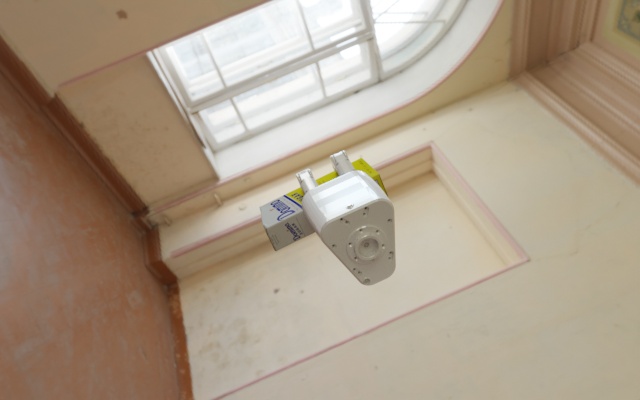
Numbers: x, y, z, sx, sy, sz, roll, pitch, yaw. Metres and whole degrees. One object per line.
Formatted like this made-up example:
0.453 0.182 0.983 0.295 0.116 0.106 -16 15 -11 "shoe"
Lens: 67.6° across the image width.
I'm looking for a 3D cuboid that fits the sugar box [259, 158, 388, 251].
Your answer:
0.000 0.002 0.696 0.176 0.048 0.093 -24 23 -3 "sugar box"
